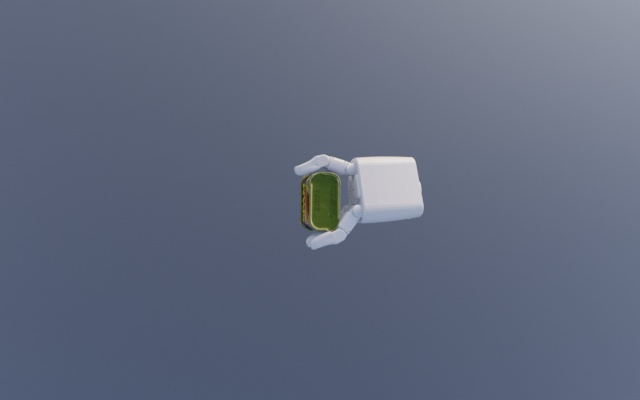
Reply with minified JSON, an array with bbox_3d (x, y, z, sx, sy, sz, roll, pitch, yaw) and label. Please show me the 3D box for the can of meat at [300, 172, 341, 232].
[{"bbox_3d":[0.000,0.003,0.808,0.057,0.102,0.084,0,-1,-11],"label":"can of meat"}]
